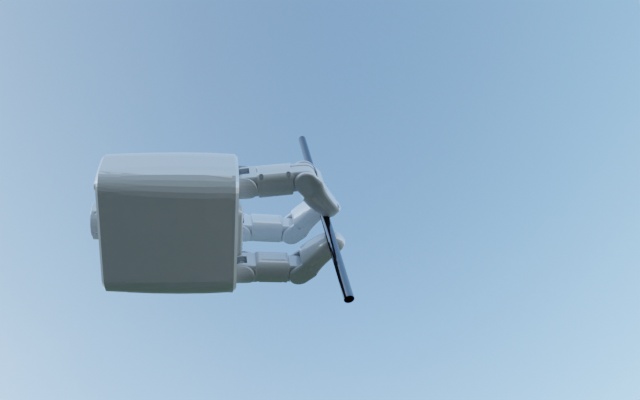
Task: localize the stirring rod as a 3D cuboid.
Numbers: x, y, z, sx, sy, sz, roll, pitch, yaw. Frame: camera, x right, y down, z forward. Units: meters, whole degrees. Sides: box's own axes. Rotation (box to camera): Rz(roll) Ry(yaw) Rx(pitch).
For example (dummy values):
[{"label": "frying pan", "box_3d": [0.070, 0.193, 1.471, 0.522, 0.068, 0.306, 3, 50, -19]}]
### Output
[{"label": "stirring rod", "box_3d": [0.000, 0.001, 0.443, 0.011, 0.011, 0.239, 0, 36, -12]}]
